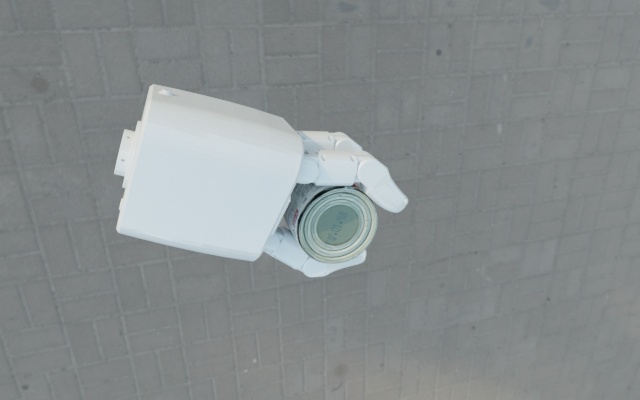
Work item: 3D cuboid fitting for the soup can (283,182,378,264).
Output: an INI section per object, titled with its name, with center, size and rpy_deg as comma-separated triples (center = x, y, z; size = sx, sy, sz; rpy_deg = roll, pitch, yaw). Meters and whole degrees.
[soup can]
center = 0.001, 0.002, 0.412
size = 0.068, 0.068, 0.102
rpy_deg = 0, 22, -18
